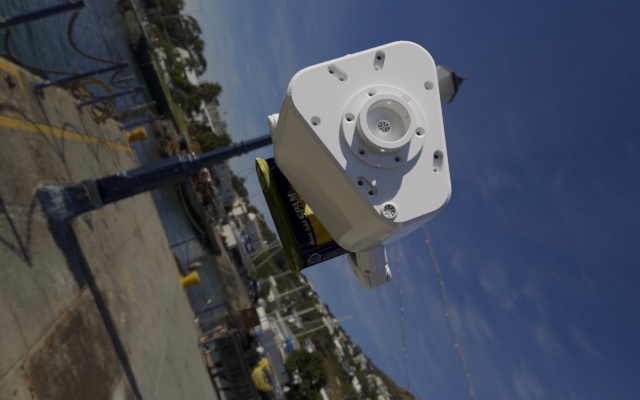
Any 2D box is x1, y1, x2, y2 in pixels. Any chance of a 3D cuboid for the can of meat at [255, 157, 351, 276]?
[{"bbox_3d":[0.000,0.001,0.410,0.084,0.102,0.057,-19,-13,-11],"label":"can of meat"}]
